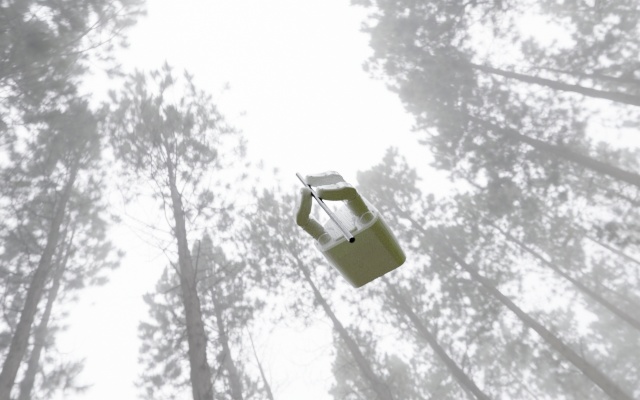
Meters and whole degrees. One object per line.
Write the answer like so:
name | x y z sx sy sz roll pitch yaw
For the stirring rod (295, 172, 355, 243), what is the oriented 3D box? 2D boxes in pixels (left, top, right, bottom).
stirring rod | 0.000 0.002 0.673 0.011 0.011 0.239 0 22 -20
